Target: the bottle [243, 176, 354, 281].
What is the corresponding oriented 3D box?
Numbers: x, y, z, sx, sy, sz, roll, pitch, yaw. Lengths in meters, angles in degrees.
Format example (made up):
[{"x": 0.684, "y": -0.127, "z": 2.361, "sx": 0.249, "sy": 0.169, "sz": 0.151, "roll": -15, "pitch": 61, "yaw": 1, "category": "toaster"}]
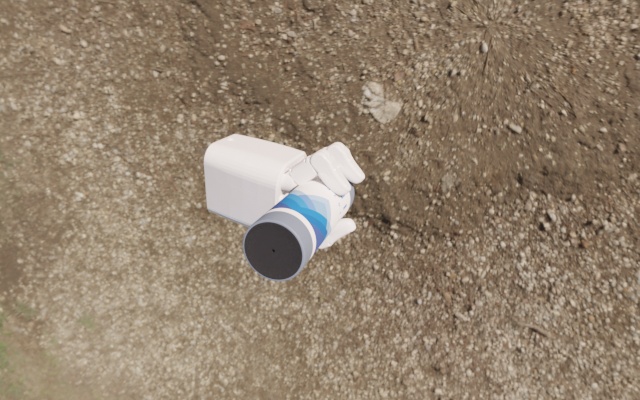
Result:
[{"x": 0.000, "y": 0.002, "z": 0.596, "sx": 0.069, "sy": 0.069, "sz": 0.295, "roll": 0, "pitch": 19, "yaw": 20, "category": "bottle"}]
